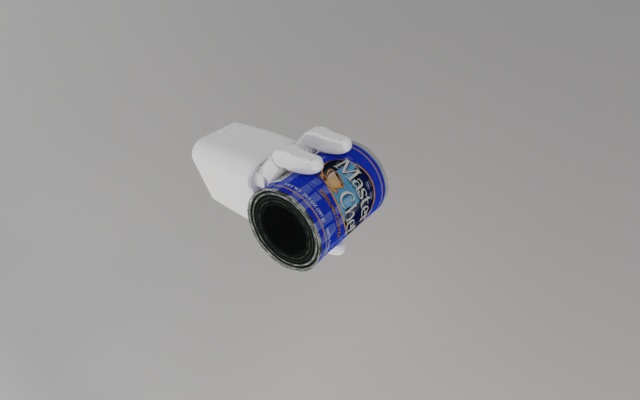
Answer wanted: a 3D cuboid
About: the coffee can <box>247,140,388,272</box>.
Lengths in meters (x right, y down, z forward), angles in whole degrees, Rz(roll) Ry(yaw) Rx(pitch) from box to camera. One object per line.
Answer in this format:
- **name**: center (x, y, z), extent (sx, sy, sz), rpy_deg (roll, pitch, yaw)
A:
- **coffee can**: center (0.000, 0.002, 0.558), extent (0.103, 0.103, 0.140), rpy_deg (0, 27, 42)
